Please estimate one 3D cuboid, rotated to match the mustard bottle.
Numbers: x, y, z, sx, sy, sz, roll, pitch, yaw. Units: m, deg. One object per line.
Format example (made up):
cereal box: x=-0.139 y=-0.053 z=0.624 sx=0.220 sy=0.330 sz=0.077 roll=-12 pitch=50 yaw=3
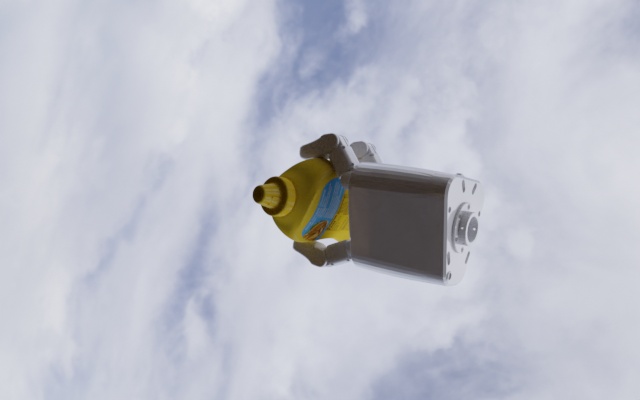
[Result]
mustard bottle: x=0.000 y=0.002 z=0.537 sx=0.058 sy=0.096 sz=0.191 roll=39 pitch=20 yaw=35
